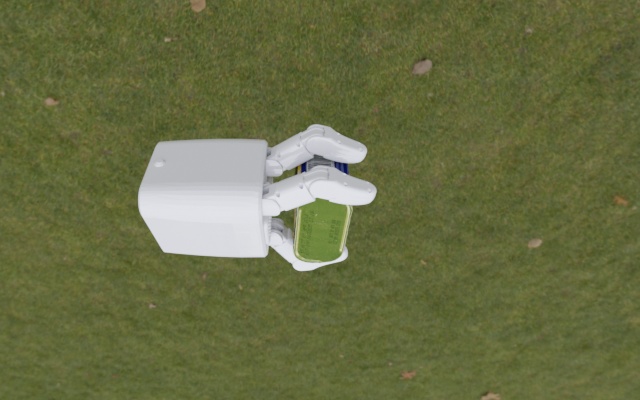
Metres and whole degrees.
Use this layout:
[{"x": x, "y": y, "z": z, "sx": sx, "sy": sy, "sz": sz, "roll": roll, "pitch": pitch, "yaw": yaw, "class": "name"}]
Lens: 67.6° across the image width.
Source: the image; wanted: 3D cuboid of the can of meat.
[{"x": 0.000, "y": 0.002, "z": 0.485, "sx": 0.057, "sy": 0.102, "sz": 0.083, "roll": 3, "pitch": 44, "yaw": -4, "class": "can of meat"}]
